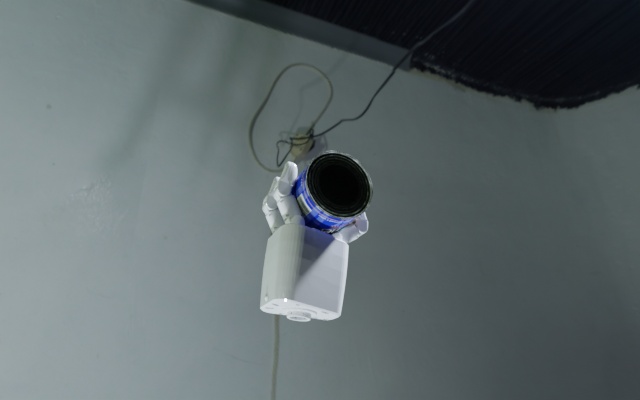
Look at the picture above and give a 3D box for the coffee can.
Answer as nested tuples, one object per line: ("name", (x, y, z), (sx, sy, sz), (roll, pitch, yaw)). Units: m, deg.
("coffee can", (0.000, 0.002, 0.714), (0.103, 0.102, 0.140), (0, -21, -24))
